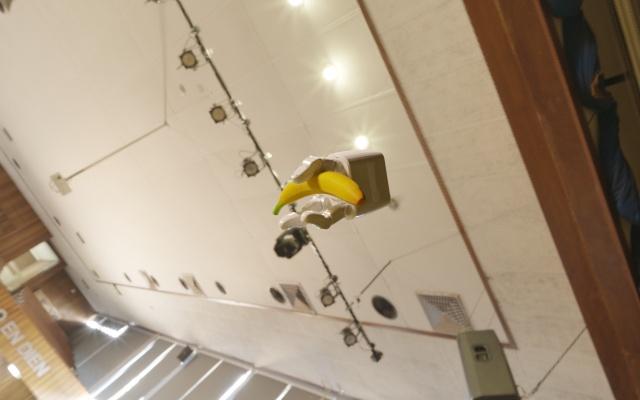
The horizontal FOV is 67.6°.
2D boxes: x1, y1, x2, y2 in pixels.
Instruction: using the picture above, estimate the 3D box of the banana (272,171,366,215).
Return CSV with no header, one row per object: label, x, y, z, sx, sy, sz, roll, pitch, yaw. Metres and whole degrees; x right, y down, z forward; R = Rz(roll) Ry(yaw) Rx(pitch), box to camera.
banana,-0.001,-0.015,0.777,0.198,0.069,0.037,-9,-16,44
